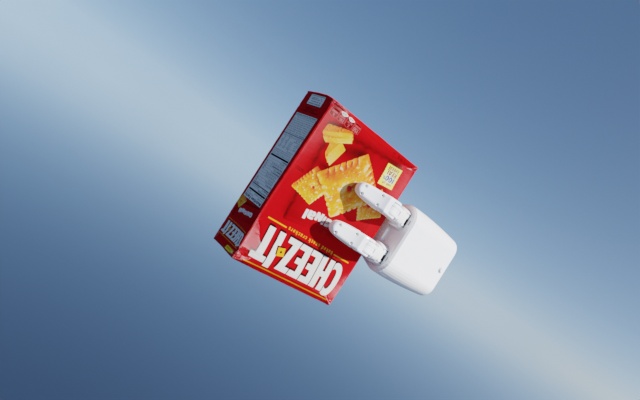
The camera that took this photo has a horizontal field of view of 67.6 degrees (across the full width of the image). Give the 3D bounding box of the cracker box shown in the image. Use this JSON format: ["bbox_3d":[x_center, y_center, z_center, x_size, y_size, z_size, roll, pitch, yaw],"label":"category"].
[{"bbox_3d":[0.000,0.002,0.589,0.164,0.213,0.072,33,-1,-35],"label":"cracker box"}]
